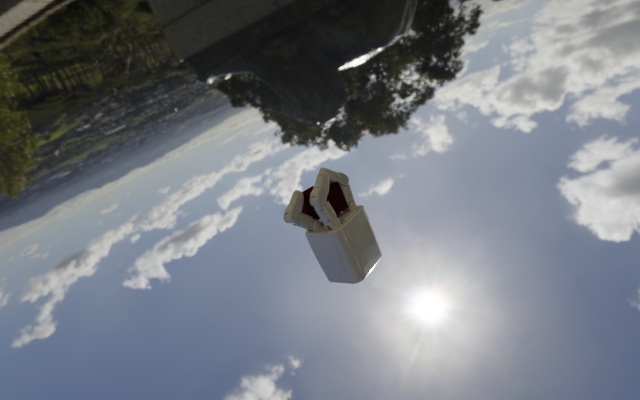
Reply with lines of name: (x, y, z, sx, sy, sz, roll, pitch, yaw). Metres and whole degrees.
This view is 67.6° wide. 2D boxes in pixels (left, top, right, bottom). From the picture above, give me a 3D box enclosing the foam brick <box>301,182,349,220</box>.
foam brick: (0.000, 0.003, 0.862, 0.053, 0.051, 0.078, -31, 14, -35)
